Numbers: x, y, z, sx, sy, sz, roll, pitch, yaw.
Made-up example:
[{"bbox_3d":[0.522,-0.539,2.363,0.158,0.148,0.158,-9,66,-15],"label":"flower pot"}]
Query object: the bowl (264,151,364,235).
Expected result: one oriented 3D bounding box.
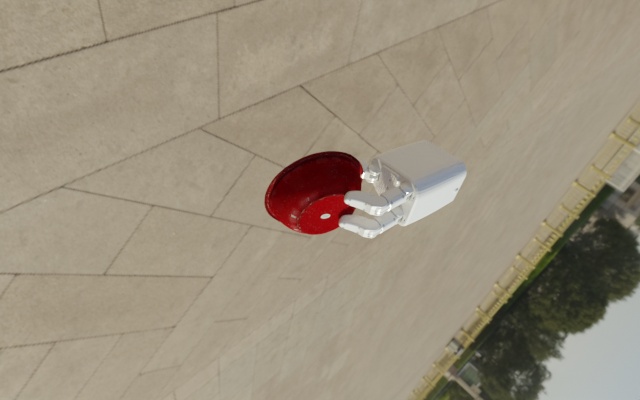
[{"bbox_3d":[-0.001,0.003,0.717,0.162,0.055,0.162,-16,-36,-12],"label":"bowl"}]
